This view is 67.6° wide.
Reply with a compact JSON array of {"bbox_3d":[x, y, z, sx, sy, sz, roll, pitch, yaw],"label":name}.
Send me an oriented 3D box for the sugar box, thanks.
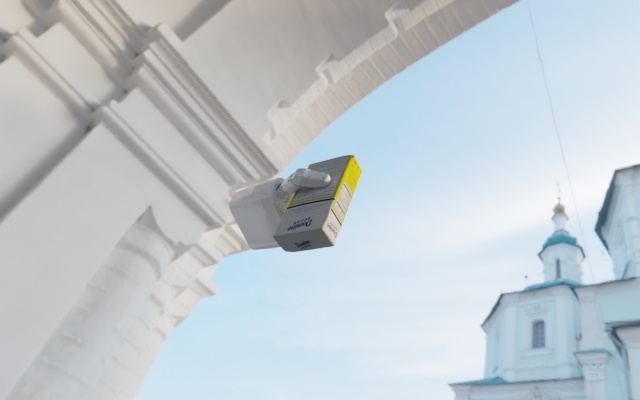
[{"bbox_3d":[0.000,0.003,0.759,0.093,0.176,0.048,-11,-51,33],"label":"sugar box"}]
